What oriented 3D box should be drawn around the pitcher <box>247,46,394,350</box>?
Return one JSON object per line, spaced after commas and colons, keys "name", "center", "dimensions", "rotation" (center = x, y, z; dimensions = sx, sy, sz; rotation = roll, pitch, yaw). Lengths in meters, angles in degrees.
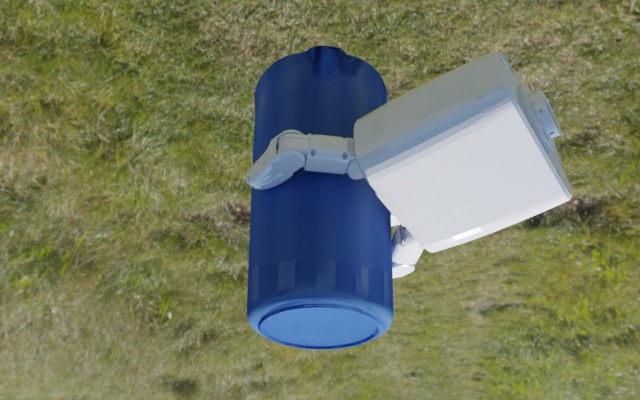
{"name": "pitcher", "center": [0.000, 0.001, 0.423], "dimensions": [0.145, 0.242, 0.149], "rotation": [-25, -42, 32]}
